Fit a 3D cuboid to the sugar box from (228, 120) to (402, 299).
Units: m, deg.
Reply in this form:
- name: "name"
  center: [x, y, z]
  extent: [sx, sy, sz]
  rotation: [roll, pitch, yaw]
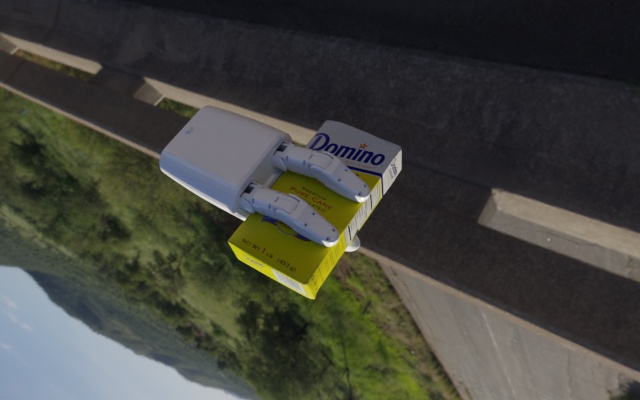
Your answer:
- name: "sugar box"
  center: [0.000, 0.001, 0.478]
  extent: [0.093, 0.176, 0.048]
  rotation: [25, -24, 23]
